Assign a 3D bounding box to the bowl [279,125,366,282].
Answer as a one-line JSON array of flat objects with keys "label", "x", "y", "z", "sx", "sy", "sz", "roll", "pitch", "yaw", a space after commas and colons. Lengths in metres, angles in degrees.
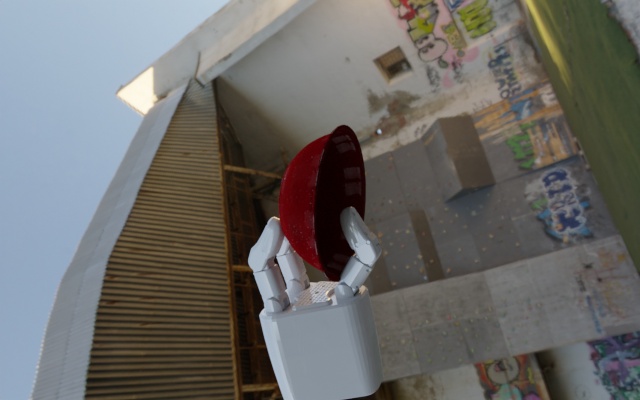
[{"label": "bowl", "x": 0.000, "y": 0.000, "z": 0.502, "sx": 0.055, "sy": 0.162, "sz": 0.162, "roll": 4, "pitch": 1, "yaw": 21}]
